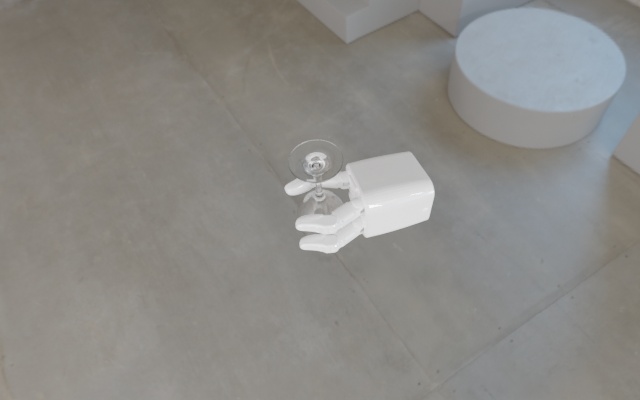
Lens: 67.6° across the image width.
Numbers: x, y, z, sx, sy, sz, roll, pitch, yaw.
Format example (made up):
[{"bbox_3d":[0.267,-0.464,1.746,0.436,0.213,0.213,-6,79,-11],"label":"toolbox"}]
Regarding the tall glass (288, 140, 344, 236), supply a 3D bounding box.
[{"bbox_3d":[0.000,0.002,0.720,0.079,0.079,0.201,0,-34,4],"label":"tall glass"}]
